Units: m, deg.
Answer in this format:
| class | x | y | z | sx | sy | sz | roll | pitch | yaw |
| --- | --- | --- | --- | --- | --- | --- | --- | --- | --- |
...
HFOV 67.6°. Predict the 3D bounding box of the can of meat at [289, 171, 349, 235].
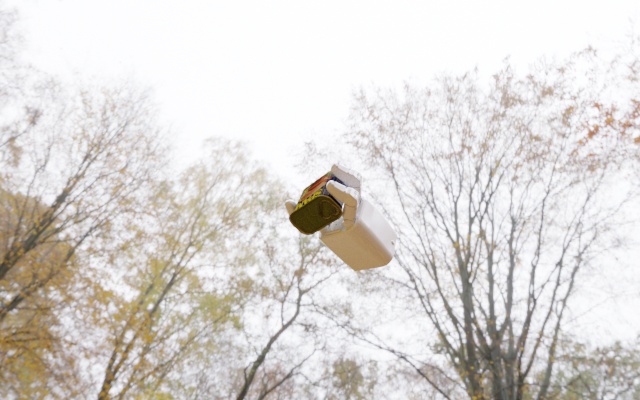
| class | x | y | z | sx | sy | sz | roll | pitch | yaw |
| --- | --- | --- | --- | --- | --- | --- | --- | --- | --- |
| can of meat | 0.000 | 0.003 | 0.866 | 0.102 | 0.057 | 0.084 | -33 | 22 | 35 |
